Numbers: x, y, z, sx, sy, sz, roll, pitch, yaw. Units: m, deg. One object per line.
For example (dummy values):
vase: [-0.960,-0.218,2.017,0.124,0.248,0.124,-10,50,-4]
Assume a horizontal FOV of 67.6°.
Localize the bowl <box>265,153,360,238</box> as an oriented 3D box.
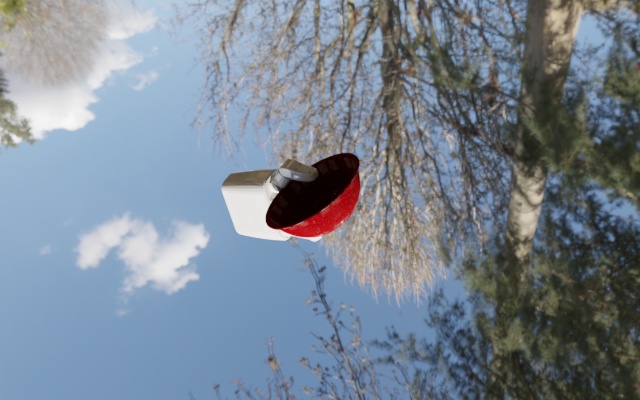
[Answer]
bowl: [0.001,0.003,0.690,0.162,0.055,0.162,-30,24,15]
